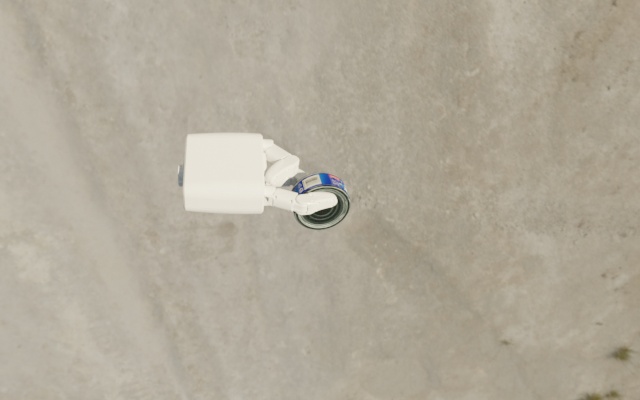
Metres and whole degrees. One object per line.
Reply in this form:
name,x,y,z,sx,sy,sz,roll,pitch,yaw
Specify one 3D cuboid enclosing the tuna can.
tuna can,0.000,0.003,0.696,0.086,0.086,0.033,0,39,-14
